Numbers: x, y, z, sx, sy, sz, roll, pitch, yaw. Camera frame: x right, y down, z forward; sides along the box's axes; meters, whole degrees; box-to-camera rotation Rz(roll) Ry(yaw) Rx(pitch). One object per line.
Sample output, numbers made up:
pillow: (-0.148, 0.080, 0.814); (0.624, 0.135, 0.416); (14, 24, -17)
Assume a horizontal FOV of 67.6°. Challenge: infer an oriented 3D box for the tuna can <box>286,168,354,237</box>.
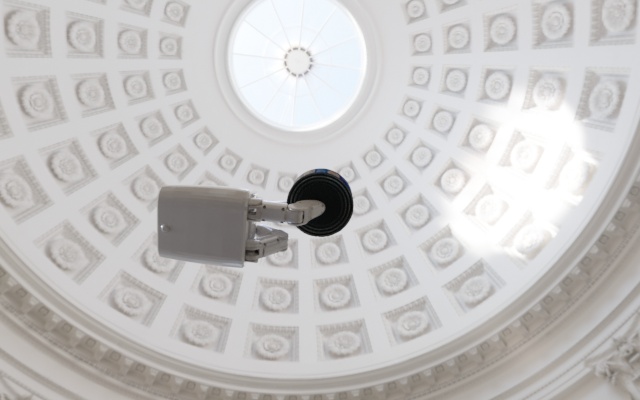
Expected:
tuna can: (0.000, 0.002, 0.621); (0.086, 0.086, 0.033); (0, 16, 3)
